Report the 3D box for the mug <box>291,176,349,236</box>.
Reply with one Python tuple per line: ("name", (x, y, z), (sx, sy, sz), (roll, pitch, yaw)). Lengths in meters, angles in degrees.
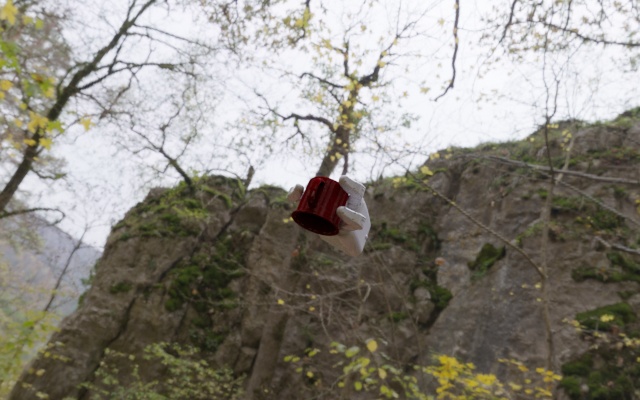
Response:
("mug", (0.000, 0.002, 0.874), (0.093, 0.081, 0.117), (11, -26, 23))
